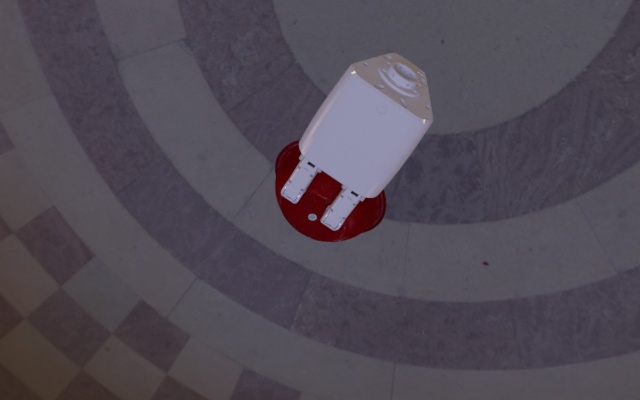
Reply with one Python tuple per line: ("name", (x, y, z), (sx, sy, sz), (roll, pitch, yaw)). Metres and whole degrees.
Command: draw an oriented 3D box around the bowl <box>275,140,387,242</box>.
("bowl", (0.000, 0.003, 0.616), (0.162, 0.162, 0.055), (0, 41, 35))
